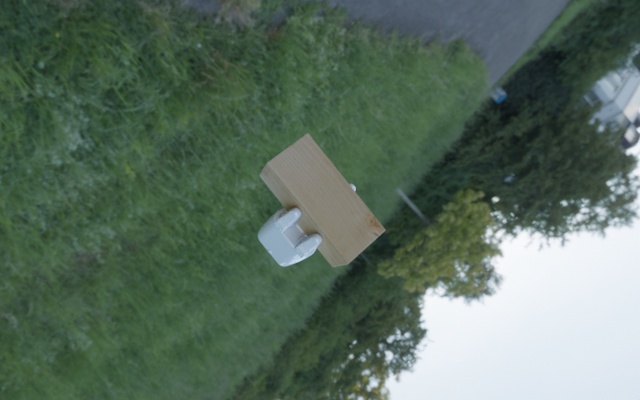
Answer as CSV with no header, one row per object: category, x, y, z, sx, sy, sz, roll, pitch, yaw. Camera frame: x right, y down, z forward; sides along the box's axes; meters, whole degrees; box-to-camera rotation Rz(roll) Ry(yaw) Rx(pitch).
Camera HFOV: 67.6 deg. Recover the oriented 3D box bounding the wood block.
wood block,0.000,0.003,0.809,0.091,0.206,0.090,-39,1,-19
